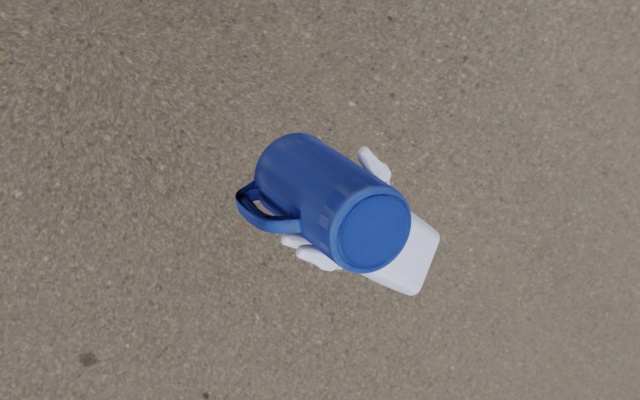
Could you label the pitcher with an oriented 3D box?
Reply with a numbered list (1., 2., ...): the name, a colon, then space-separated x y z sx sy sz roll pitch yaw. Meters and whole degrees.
1. pitcher: 0.000 0.002 0.627 0.145 0.149 0.242 32 3 -31
